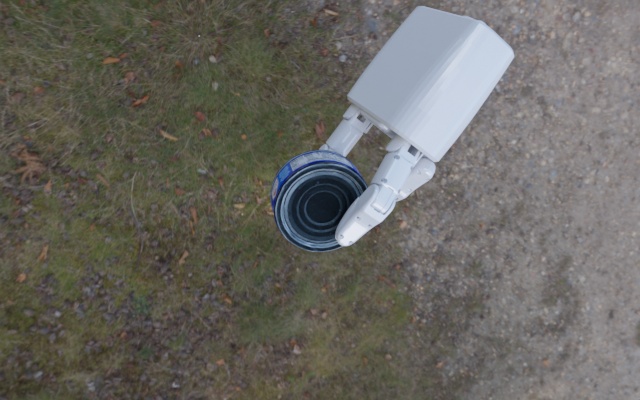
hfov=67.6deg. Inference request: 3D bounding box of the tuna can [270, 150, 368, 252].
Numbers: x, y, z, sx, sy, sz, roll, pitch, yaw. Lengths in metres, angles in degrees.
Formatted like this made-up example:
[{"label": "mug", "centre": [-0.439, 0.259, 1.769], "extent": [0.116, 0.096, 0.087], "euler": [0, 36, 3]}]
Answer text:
[{"label": "tuna can", "centre": [0.000, 0.002, 0.417], "extent": [0.086, 0.086, 0.033], "euler": [0, 23, -11]}]
